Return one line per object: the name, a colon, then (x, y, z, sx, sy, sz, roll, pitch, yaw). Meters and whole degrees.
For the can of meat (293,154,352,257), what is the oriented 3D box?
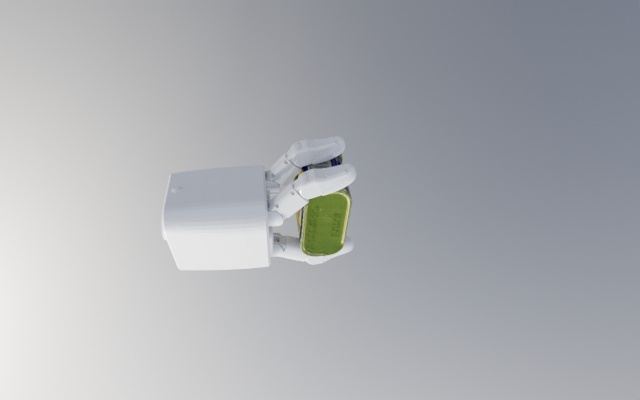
can of meat: (0.000, 0.002, 0.551, 0.057, 0.102, 0.084, 0, 38, -9)
